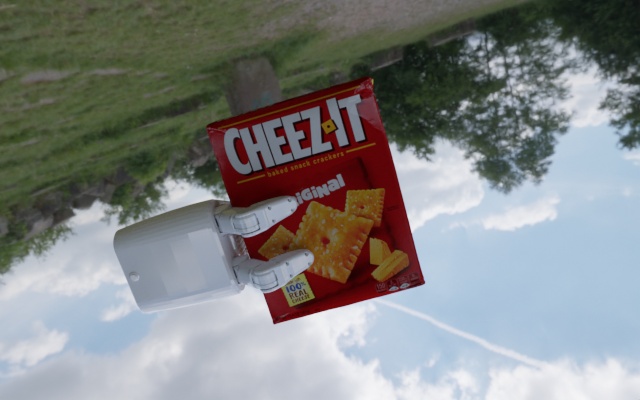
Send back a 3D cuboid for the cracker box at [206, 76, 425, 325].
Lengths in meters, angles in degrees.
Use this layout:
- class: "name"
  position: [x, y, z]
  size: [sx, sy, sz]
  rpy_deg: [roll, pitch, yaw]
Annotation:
- class: "cracker box"
  position: [0.000, 0.002, 0.484]
  size: [0.164, 0.214, 0.072]
  rpy_deg: [-15, 13, 7]
